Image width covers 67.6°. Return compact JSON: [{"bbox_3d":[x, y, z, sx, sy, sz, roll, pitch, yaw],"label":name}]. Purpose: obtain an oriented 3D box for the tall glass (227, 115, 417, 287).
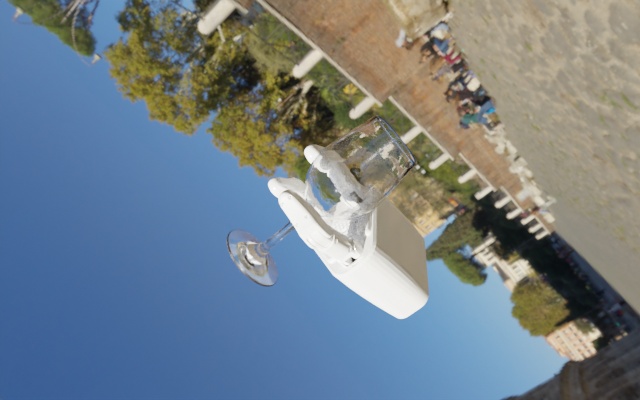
[{"bbox_3d":[-0.001,0.002,0.486,0.201,0.079,0.079,-40,-14,18],"label":"tall glass"}]
